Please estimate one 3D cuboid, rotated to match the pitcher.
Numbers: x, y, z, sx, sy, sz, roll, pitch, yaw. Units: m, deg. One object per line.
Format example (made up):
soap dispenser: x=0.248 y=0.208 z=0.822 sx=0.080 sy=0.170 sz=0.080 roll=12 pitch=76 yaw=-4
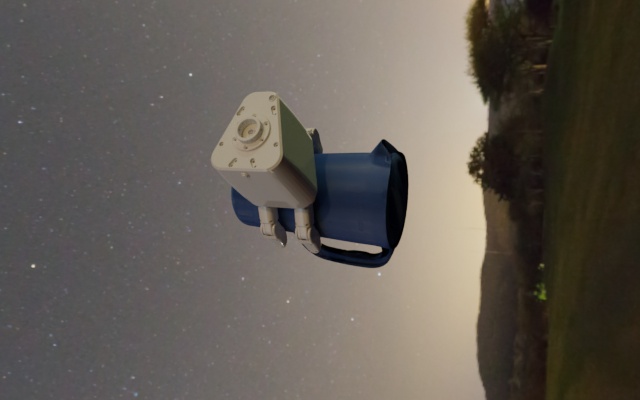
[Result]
pitcher: x=0.000 y=0.002 z=0.690 sx=0.243 sy=0.149 sz=0.145 roll=4 pitch=-20 yaw=22
